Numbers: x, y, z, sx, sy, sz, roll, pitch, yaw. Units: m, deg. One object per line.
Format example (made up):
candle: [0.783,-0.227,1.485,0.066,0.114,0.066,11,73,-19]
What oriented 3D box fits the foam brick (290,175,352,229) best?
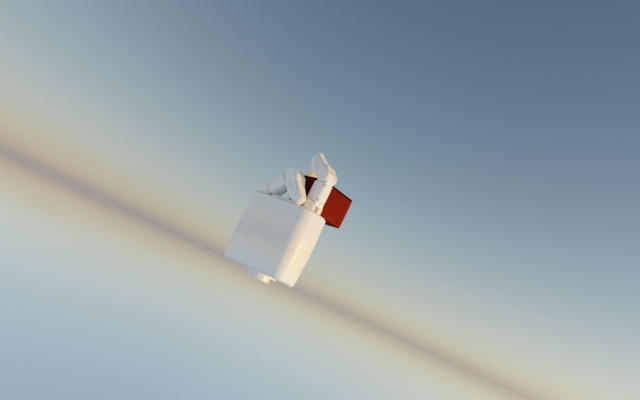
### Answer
foam brick: [0.000,0.002,0.736,0.053,0.051,0.078,13,-15,43]
